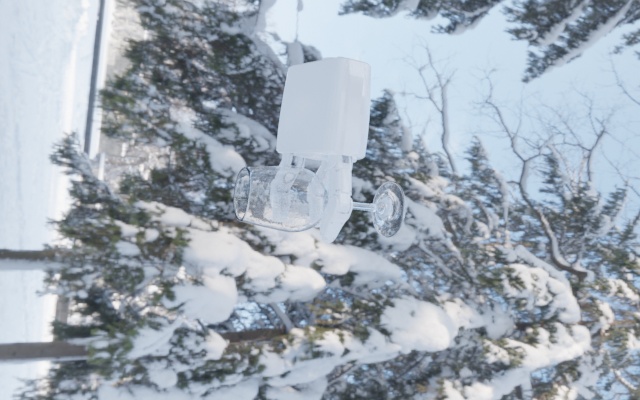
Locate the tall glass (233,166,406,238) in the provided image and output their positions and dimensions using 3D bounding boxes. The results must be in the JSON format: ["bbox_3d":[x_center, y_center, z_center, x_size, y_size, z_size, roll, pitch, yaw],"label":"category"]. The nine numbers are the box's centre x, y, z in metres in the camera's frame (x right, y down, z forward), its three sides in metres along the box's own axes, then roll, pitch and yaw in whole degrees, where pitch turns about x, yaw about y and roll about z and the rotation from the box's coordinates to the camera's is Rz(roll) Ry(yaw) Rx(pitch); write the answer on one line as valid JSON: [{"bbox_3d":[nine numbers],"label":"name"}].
[{"bbox_3d":[0.001,0.002,0.578,0.201,0.079,0.079,6,-3,-26],"label":"tall glass"}]
